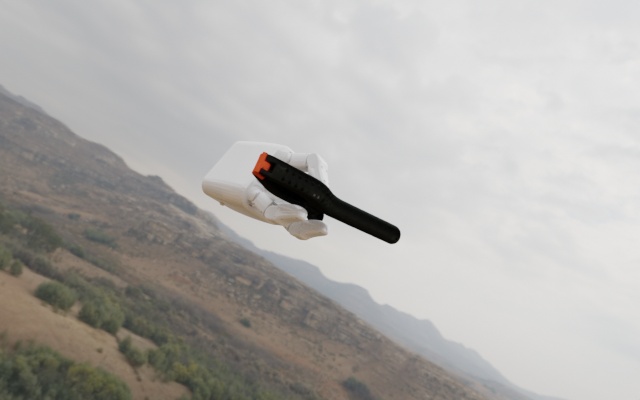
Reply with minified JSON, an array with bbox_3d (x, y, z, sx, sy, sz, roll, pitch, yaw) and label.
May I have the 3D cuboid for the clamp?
[{"bbox_3d":[0.000,0.001,0.621,0.164,0.036,0.210,10,-19,40],"label":"clamp"}]
